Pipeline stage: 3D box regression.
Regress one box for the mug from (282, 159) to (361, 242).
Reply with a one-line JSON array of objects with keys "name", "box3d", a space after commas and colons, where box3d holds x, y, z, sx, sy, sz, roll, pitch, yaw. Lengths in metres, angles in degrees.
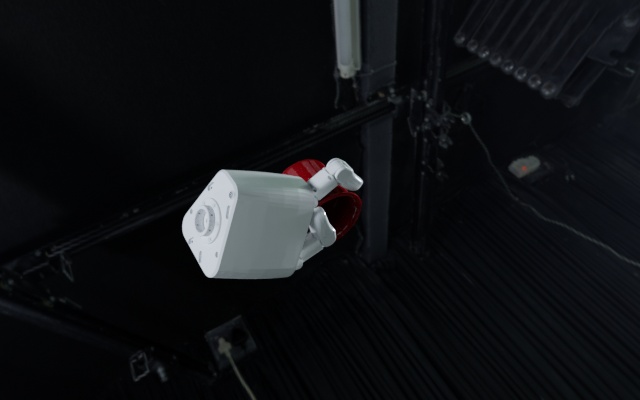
[{"name": "mug", "box3d": [0.001, 0.002, 0.623, 0.117, 0.093, 0.081, 7, 35, -46]}]
